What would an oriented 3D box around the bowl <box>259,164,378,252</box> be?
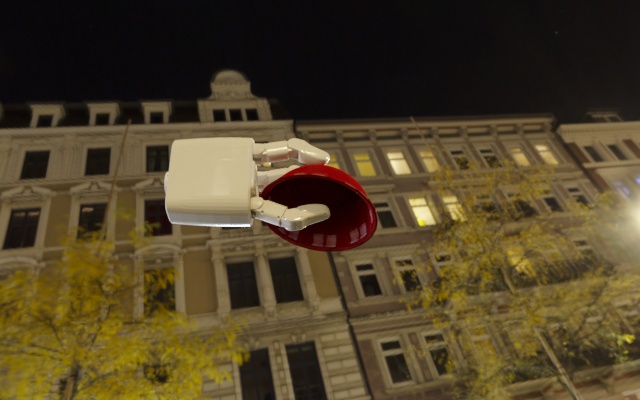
[{"bbox_3d":[0.001,0.002,0.651,0.162,0.055,0.162,8,-40,7],"label":"bowl"}]
